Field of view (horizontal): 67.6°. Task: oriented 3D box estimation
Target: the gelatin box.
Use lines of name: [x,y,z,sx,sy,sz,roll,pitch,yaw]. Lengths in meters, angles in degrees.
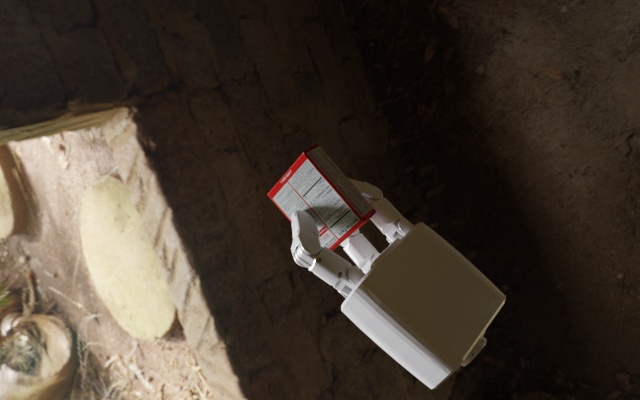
gelatin box: [0.000,0.001,0.472,0.073,0.089,0.030,-45,-6,40]
